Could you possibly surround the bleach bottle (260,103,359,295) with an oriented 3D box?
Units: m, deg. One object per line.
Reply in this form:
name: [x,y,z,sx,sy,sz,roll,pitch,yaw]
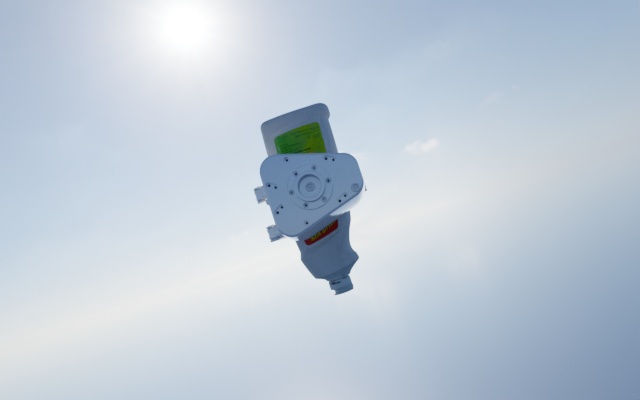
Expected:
bleach bottle: [0.000,0.002,0.654,0.102,0.251,0.068,-19,-5,2]
